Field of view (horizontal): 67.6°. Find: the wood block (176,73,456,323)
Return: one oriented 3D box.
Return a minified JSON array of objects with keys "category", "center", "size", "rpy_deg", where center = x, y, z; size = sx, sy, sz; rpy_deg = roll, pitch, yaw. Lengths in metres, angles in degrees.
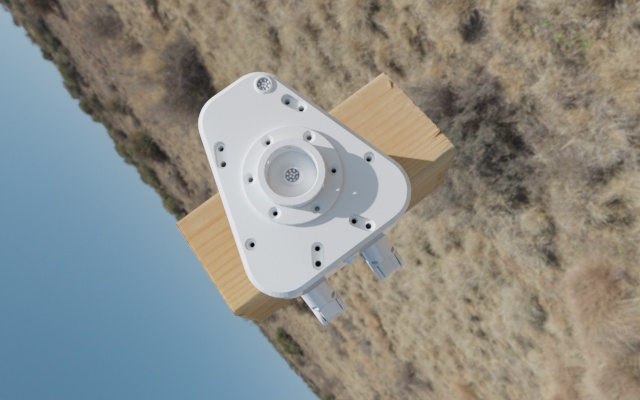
[{"category":"wood block","center":[0.000,0.001,0.404],"size":[0.206,0.090,0.090],"rpy_deg":[-36,-18,-5]}]
